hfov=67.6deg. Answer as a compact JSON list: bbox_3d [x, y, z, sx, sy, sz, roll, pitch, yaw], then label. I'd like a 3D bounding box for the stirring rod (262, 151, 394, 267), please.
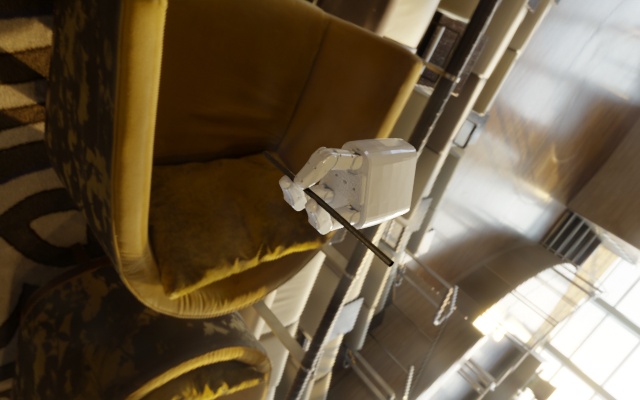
[{"bbox_3d":[0.000,0.002,0.568,0.011,0.011,0.239,0,33,-47],"label":"stirring rod"}]
